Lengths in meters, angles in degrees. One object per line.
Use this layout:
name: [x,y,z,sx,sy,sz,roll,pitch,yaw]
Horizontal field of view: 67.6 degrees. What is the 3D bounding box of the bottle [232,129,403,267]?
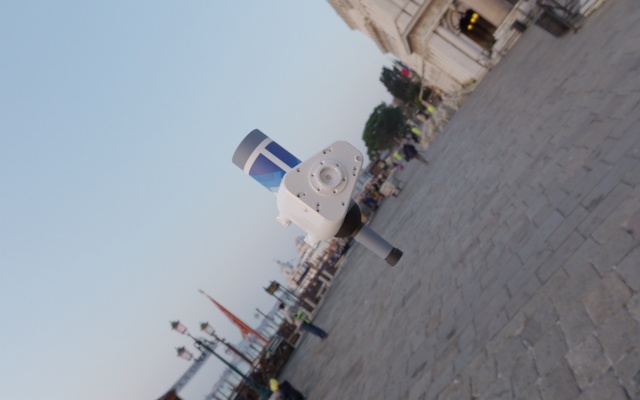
bottle: [0.000,0.002,0.735,0.295,0.069,0.069,37,3,4]
